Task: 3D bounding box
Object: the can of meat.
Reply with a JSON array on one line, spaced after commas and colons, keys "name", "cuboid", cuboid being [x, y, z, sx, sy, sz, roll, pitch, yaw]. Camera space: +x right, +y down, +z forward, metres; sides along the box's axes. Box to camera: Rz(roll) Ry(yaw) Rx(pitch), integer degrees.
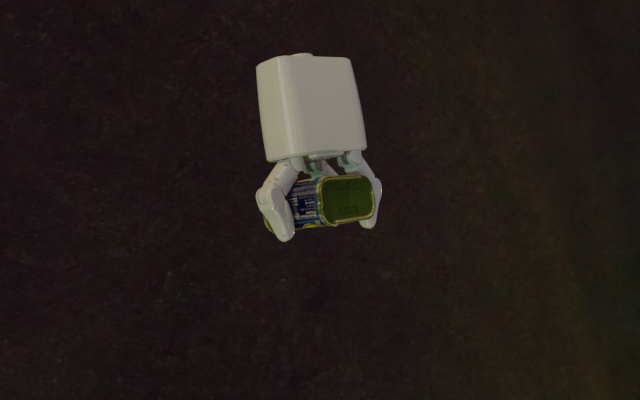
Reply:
[{"name": "can of meat", "cuboid": [0.000, 0.002, 0.534, 0.084, 0.057, 0.102, -8, -1, 40]}]
